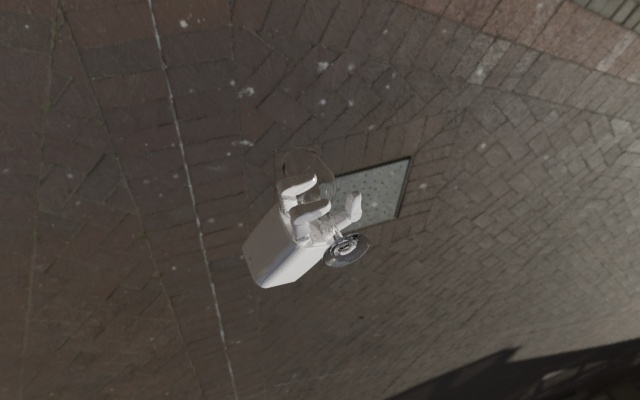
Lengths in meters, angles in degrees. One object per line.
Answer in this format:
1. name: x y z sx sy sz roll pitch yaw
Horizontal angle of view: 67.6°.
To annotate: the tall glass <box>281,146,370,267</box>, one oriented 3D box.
1. tall glass: 0.001 0.003 0.745 0.079 0.201 0.079 -17 -38 -14
